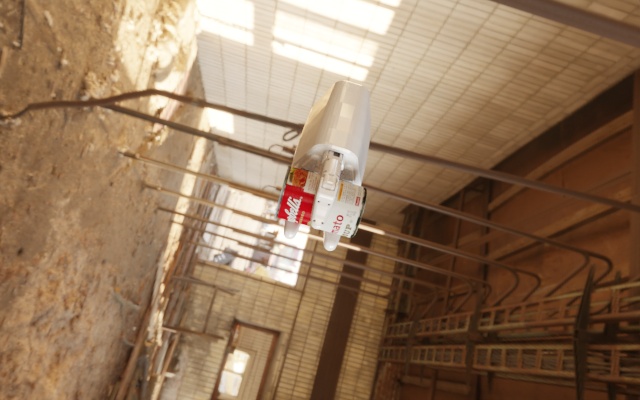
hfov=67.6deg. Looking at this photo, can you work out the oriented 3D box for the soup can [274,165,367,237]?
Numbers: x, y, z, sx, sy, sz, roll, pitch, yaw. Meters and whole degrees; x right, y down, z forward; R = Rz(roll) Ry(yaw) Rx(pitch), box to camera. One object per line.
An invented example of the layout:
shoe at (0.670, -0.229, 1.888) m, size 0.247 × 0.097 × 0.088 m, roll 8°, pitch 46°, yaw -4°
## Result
soup can at (0.000, 0.002, 0.601) m, size 0.102 × 0.068 × 0.068 m, roll 16°, pitch -1°, yaw -3°
